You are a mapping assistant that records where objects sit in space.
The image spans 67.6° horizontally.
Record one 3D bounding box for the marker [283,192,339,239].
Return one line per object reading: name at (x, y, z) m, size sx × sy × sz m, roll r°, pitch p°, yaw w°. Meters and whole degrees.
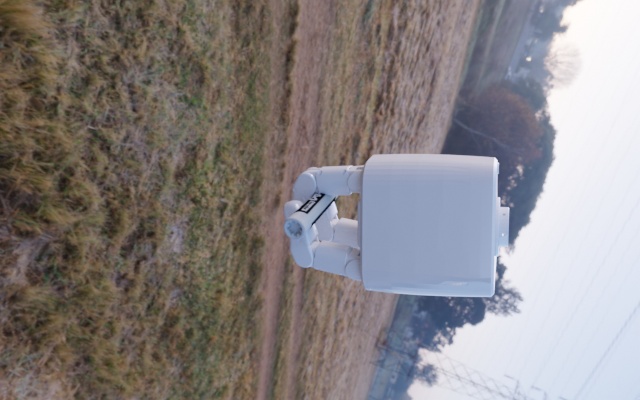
marker at (0.000, 0.001, 0.429) m, size 0.020 × 0.020 × 0.121 m, roll 0°, pitch 21°, yaw 22°
